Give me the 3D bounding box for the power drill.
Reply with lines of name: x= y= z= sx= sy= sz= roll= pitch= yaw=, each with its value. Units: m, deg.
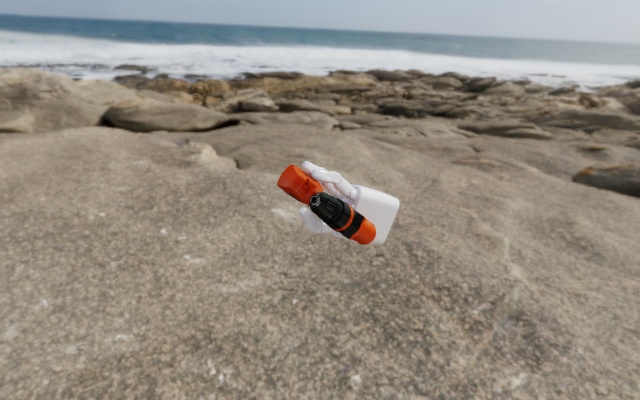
power drill: x=0.000 y=0.003 z=0.882 sx=0.187 sy=0.057 sz=0.184 roll=39 pitch=2 yaw=42
